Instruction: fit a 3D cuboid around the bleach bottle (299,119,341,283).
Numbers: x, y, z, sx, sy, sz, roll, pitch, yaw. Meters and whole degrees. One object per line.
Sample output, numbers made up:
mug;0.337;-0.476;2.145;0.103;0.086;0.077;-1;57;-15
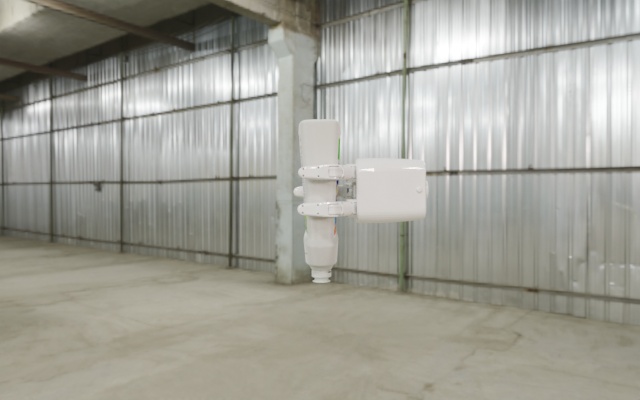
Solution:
bleach bottle;0.000;0.002;0.762;0.068;0.251;0.102;-1;1;1
